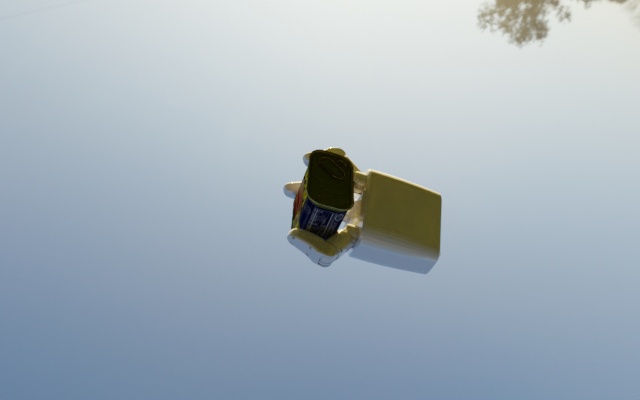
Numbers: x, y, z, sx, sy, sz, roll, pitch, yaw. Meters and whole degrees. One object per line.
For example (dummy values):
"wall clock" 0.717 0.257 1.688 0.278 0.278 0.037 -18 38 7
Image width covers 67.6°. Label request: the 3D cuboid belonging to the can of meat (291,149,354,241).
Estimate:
"can of meat" 0.000 0.002 0.589 0.057 0.084 0.102 15 41 -11
